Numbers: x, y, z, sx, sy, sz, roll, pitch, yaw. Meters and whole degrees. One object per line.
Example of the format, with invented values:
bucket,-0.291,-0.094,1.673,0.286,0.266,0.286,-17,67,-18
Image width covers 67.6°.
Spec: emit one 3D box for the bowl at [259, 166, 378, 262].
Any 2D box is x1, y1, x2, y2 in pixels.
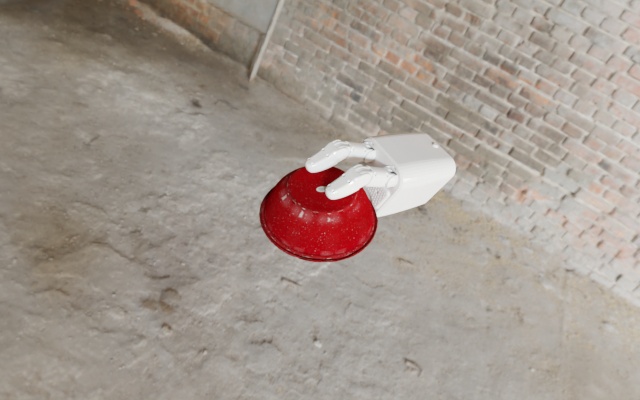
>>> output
bowl,-0.001,0.002,0.630,0.162,0.162,0.055,0,-44,-7
